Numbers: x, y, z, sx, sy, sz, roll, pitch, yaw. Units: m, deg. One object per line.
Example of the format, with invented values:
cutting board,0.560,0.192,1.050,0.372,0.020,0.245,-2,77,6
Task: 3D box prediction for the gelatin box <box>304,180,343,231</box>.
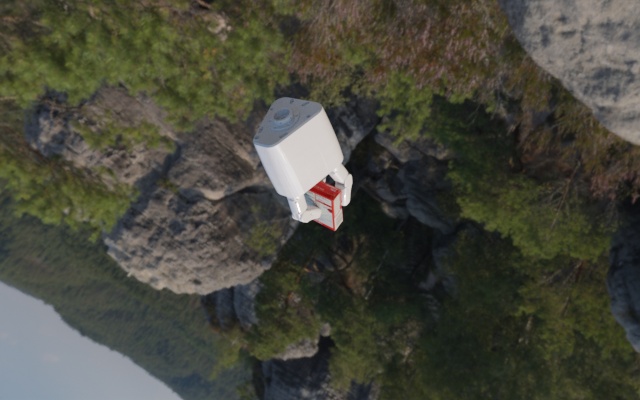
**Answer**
gelatin box,0.000,0.003,0.815,0.073,0.030,0.089,26,-32,23
